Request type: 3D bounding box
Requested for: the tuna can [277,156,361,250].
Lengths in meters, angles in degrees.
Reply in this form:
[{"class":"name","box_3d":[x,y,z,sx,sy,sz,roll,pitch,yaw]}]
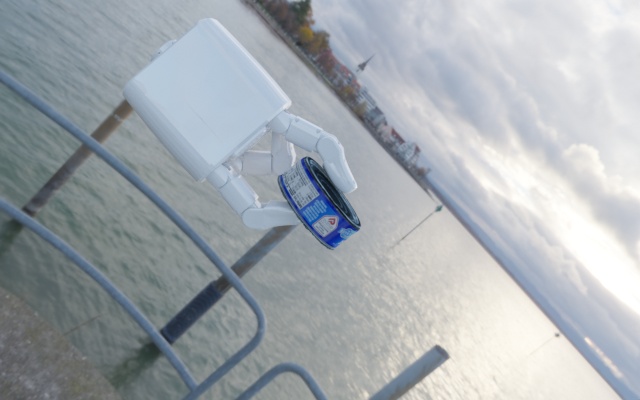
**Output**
[{"class":"tuna can","box_3d":[0.001,0.001,0.441,0.034,0.086,0.086,-37,-8,10]}]
